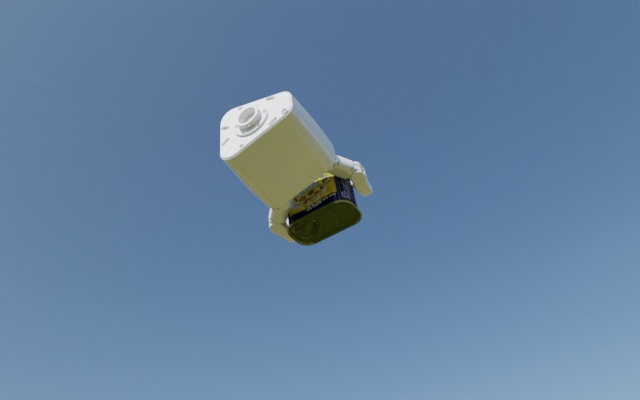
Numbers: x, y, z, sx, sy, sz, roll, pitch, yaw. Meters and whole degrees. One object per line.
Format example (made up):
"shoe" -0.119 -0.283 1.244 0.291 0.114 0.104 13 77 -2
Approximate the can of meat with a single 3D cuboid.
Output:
"can of meat" 0.000 0.002 0.673 0.102 0.083 0.057 -28 -44 19
